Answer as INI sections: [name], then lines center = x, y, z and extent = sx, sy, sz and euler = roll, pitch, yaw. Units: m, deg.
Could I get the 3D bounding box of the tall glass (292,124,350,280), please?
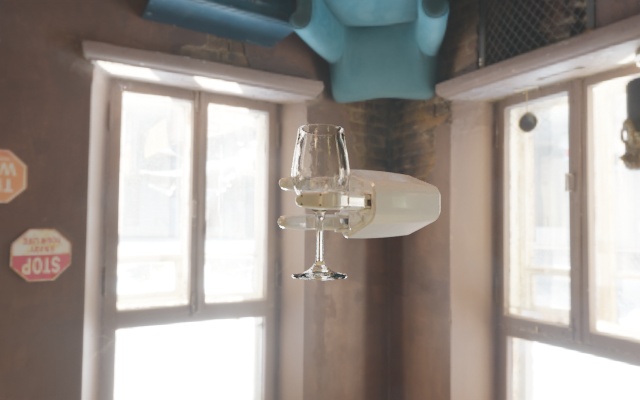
[tall glass]
center = 0.000, 0.003, 0.641
extent = 0.079, 0.201, 0.079
euler = 0, -2, 0
